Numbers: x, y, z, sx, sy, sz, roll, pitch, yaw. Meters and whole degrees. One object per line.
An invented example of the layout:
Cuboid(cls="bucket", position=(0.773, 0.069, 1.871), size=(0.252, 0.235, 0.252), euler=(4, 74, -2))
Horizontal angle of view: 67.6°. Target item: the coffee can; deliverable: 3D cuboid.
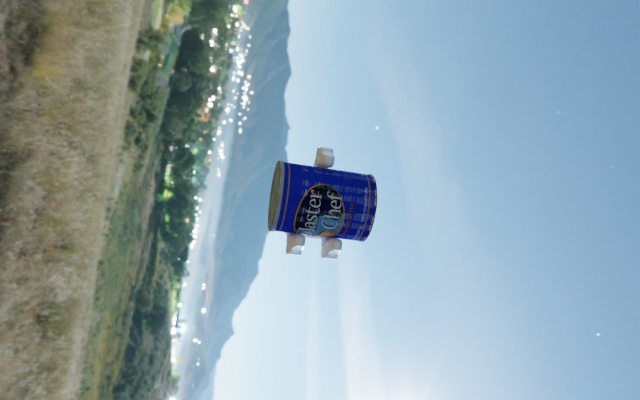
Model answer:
Cuboid(cls="coffee can", position=(0.000, 0.002, 0.699), size=(0.140, 0.103, 0.103), euler=(8, -2, -11))
